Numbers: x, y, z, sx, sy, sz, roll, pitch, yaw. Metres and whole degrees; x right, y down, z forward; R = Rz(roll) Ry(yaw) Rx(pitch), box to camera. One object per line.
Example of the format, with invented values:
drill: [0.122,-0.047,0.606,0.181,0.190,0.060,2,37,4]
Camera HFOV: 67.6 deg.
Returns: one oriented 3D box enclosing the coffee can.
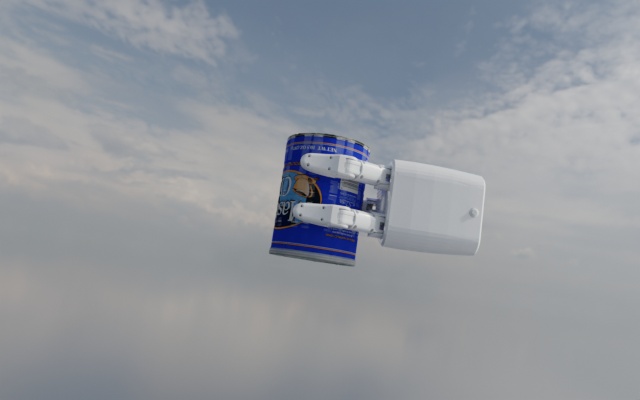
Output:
coffee can: [0.000,0.002,0.570,0.103,0.140,0.103,8,-8,1]
